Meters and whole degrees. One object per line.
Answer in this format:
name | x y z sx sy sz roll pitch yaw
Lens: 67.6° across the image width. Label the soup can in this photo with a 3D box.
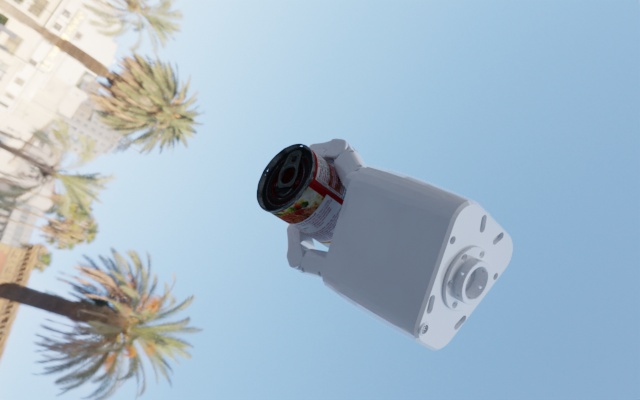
soup can | 0.000 0.002 0.449 0.068 0.068 0.102 0 -26 45
